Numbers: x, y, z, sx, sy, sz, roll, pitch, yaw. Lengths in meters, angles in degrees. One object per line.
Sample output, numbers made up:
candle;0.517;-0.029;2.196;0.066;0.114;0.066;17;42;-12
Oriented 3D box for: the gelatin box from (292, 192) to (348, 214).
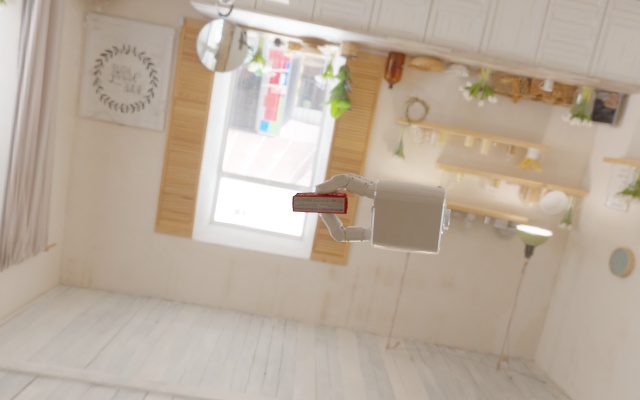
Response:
gelatin box;0.000;0.003;0.783;0.089;0.030;0.073;1;6;2
